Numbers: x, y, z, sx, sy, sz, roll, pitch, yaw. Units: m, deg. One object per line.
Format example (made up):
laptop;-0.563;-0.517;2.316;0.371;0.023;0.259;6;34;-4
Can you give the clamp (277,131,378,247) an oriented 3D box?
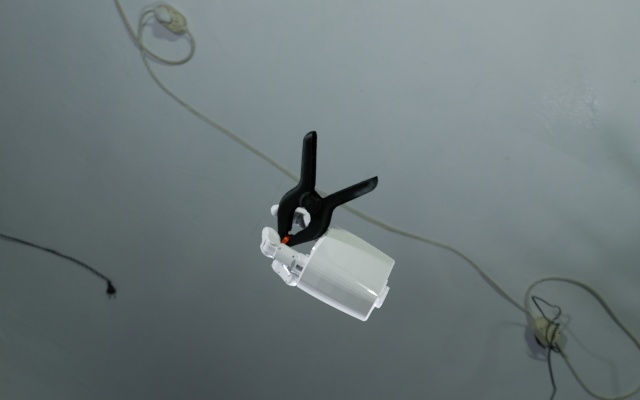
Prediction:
clamp;0.000;0.002;0.671;0.120;0.171;0.039;31;19;17
